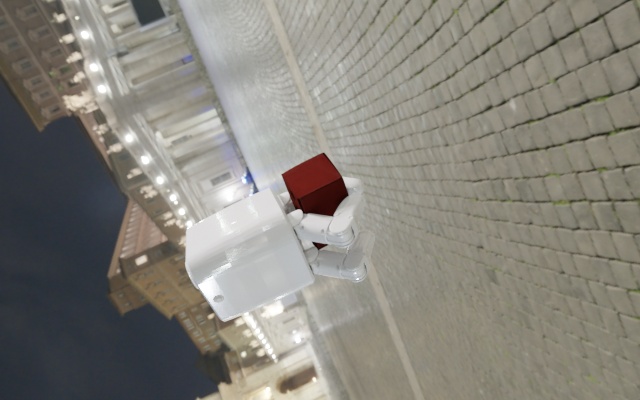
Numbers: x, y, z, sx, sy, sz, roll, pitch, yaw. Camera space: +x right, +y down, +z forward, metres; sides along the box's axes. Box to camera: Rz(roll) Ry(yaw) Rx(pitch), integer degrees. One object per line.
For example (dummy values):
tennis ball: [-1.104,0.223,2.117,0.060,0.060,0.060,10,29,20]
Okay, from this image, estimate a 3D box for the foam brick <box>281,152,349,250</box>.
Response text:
foam brick: [0.000,0.001,0.500,0.051,0.078,0.053,-25,40,-7]
